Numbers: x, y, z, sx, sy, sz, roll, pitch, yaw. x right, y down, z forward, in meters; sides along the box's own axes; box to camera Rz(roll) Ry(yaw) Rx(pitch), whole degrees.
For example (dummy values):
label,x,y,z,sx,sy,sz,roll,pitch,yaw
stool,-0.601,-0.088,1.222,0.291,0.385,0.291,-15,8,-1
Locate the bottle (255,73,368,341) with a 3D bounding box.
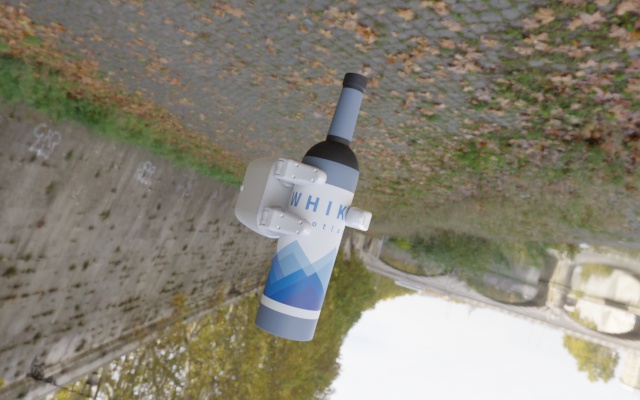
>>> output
label,x,y,z,sx,sy,sz,roll,pitch,yaw
bottle,0.000,0.002,0.533,0.069,0.295,0.069,16,-3,1
